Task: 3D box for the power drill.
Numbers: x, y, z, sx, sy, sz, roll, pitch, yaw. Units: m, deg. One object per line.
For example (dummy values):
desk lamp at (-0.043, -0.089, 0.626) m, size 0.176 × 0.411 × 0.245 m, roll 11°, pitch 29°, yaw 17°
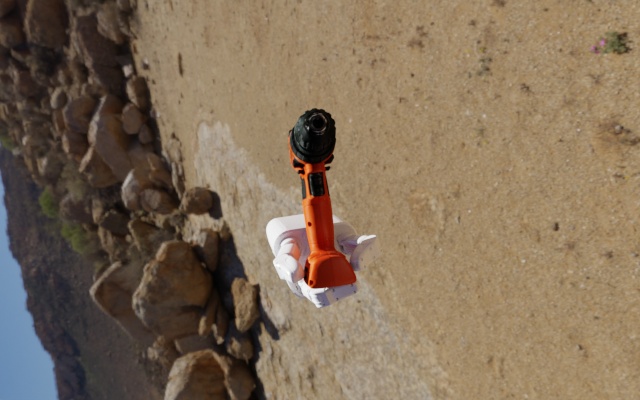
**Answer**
power drill at (0.000, 0.002, 0.542) m, size 0.057 × 0.187 × 0.184 m, roll -6°, pitch -5°, yaw -4°
